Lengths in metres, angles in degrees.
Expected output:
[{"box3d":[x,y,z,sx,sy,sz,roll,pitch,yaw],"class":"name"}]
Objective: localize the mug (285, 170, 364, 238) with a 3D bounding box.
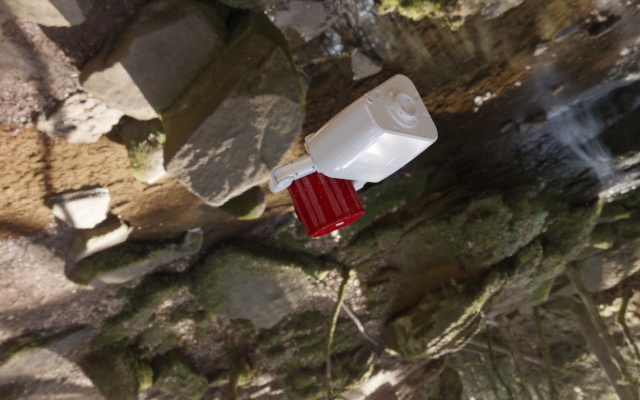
[{"box3d":[-0.001,0.003,0.642,0.093,0.081,0.117,-16,-14,-40],"class":"mug"}]
